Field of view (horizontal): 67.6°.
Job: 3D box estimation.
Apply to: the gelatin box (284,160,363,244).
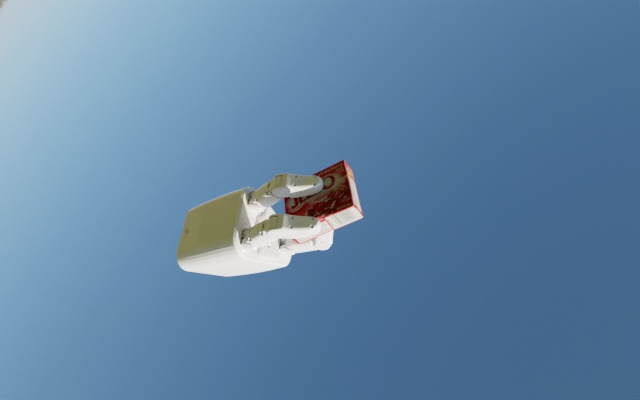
[{"bbox_3d":[0.001,0.002,0.567,0.089,0.073,0.030,-24,-42,17],"label":"gelatin box"}]
